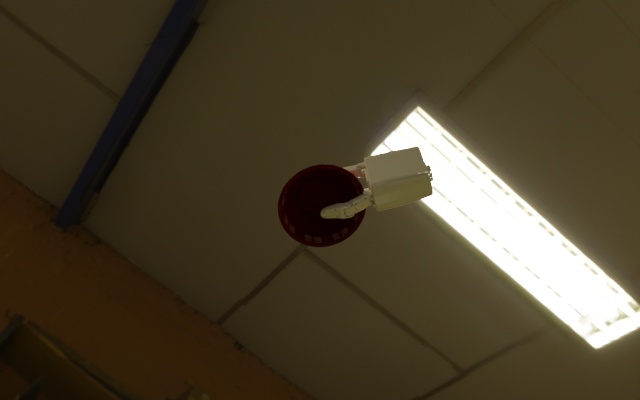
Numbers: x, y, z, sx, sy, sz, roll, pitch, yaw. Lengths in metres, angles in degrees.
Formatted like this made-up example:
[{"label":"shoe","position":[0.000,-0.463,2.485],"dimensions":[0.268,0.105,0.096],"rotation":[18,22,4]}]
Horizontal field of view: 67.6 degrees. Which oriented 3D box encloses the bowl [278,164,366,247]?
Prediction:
[{"label":"bowl","position":[-0.001,0.003,0.880],"dimensions":[0.162,0.162,0.055],"rotation":[0,22,-10]}]
